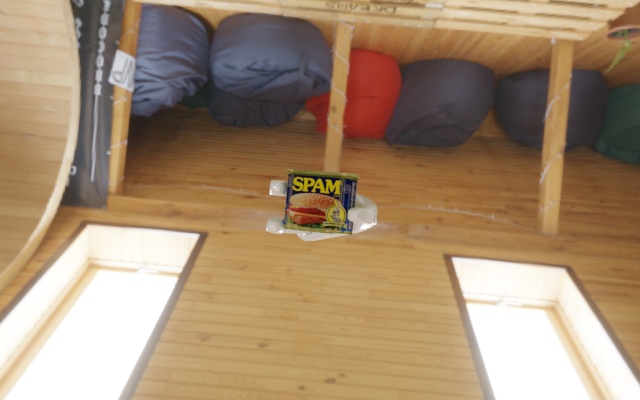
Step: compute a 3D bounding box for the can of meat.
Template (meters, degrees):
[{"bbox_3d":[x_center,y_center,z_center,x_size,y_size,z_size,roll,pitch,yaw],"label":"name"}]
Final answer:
[{"bbox_3d":[0.000,0.003,0.673,0.102,0.084,0.057,5,0,15],"label":"can of meat"}]
